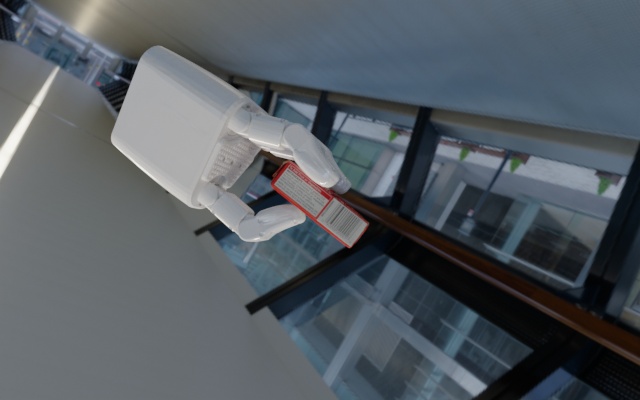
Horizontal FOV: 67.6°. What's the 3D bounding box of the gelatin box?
[{"bbox_3d":[0.000,0.002,0.431,0.089,0.030,0.073,39,2,1],"label":"gelatin box"}]
